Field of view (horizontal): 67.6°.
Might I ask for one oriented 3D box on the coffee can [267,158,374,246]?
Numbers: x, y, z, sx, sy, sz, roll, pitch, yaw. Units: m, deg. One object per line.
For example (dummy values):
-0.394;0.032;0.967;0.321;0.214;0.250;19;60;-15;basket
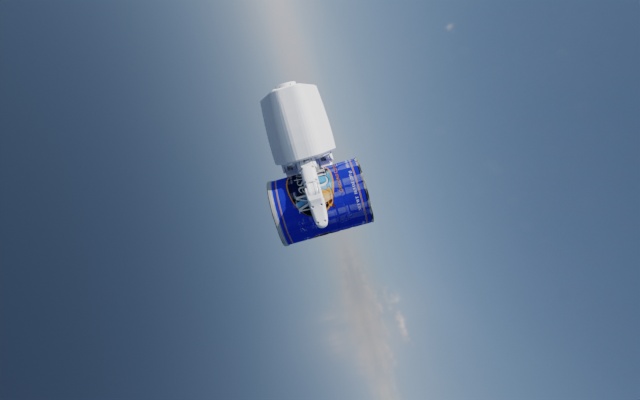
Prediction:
0.000;0.003;0.726;0.140;0.103;0.103;-15;0;1;coffee can
